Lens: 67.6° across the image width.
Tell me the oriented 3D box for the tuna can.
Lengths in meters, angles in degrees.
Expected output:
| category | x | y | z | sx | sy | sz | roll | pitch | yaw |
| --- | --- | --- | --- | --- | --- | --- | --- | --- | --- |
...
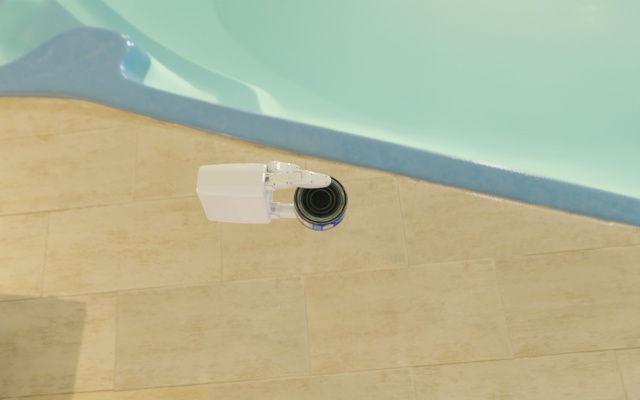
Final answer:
| category | x | y | z | sx | sy | sz | roll | pitch | yaw |
| --- | --- | --- | --- | --- | --- | --- | --- | --- | --- |
| tuna can | 0.000 | 0.002 | 0.750 | 0.086 | 0.086 | 0.034 | 0 | -19 | -2 |
